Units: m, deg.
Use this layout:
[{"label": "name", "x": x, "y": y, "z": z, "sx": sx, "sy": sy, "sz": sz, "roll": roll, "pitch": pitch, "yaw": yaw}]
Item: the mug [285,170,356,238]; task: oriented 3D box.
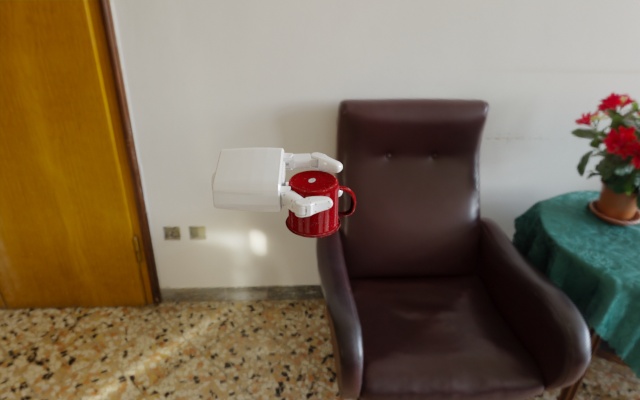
[{"label": "mug", "x": 0.002, "y": 0.002, "z": 0.785, "sx": 0.117, "sy": 0.081, "sz": 0.093, "roll": 0, "pitch": 29, "yaw": -1}]
